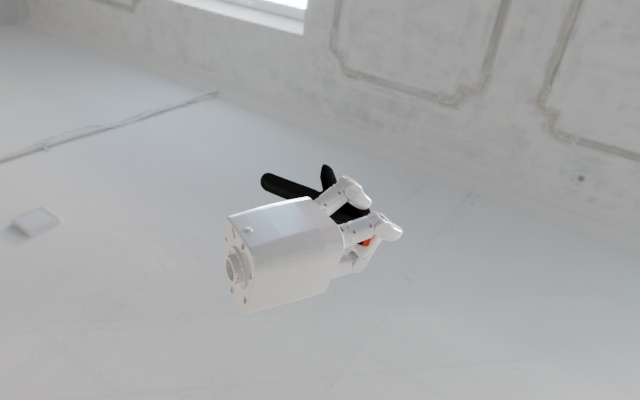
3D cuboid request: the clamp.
[{"bbox_3d":[0.000,0.003,0.629,0.120,0.039,0.171,-11,36,-28],"label":"clamp"}]
